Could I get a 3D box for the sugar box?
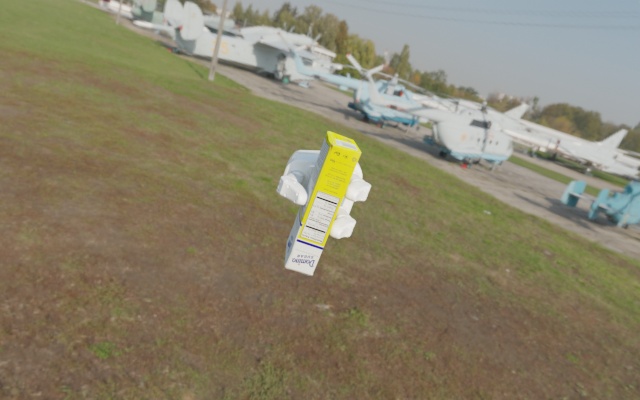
[{"bbox_3d":[0.001,0.002,0.640,0.048,0.176,0.093,17,16,-7],"label":"sugar box"}]
